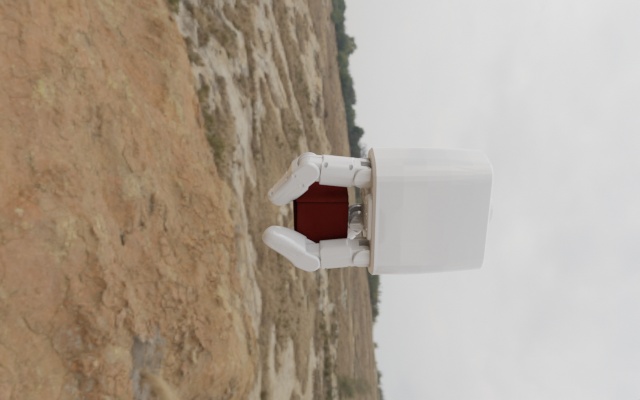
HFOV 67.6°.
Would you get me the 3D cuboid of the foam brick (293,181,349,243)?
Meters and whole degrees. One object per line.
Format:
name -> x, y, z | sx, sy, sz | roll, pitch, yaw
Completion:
foam brick -> 0.000, 0.001, 0.476 | 0.051, 0.053, 0.078 | -1, 35, -1
